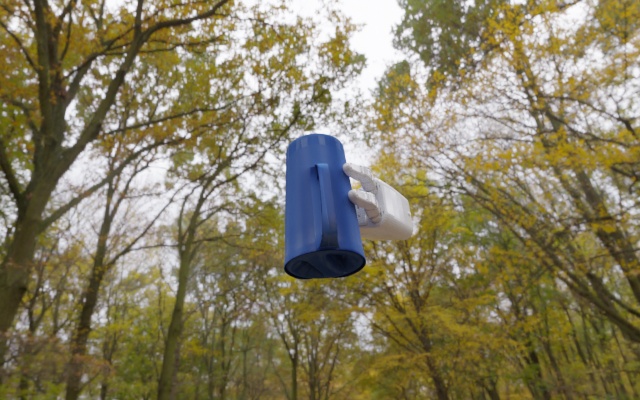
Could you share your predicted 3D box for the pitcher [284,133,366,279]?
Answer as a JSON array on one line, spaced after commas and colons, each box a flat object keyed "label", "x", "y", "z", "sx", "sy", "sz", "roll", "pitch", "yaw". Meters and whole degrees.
[{"label": "pitcher", "x": 0.000, "y": 0.003, "z": 0.817, "sx": 0.149, "sy": 0.242, "sz": 0.145, "roll": -27, "pitch": -35, "yaw": 34}]
